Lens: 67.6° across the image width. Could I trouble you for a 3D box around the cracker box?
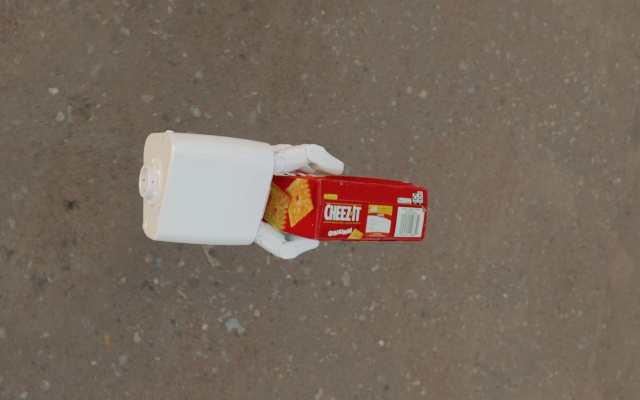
[{"bbox_3d":[0.000,0.002,0.599,0.164,0.072,0.213,3,4,-36],"label":"cracker box"}]
